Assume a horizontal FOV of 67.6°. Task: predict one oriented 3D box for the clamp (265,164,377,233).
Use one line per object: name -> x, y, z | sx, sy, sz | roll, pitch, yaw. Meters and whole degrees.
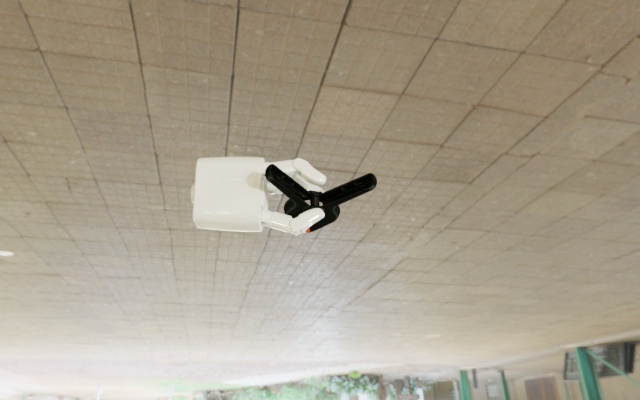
clamp -> 0.000, 0.003, 0.775 | 0.164, 0.036, 0.210 | 3, -26, 0
